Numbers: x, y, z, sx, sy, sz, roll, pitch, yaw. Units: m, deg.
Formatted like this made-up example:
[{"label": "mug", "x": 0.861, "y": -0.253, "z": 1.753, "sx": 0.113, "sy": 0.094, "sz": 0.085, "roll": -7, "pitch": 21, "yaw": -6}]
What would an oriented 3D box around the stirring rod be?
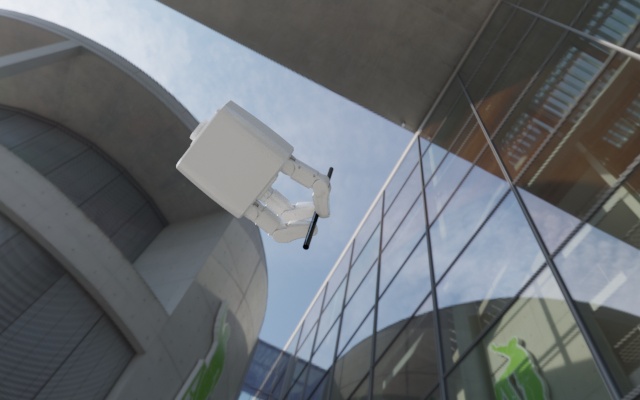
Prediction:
[{"label": "stirring rod", "x": 0.000, "y": 0.002, "z": 0.678, "sx": 0.011, "sy": 0.011, "sz": 0.239, "roll": 0, "pitch": 27, "yaw": 9}]
